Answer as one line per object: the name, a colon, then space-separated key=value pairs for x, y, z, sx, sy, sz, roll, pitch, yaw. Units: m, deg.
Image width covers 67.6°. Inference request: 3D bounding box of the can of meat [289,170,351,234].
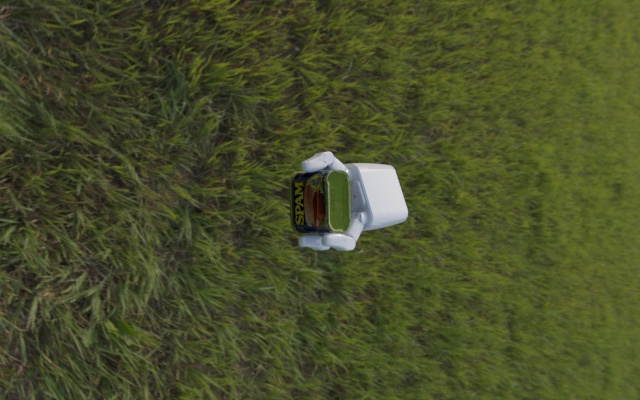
can of meat: x=0.000 y=0.002 z=0.752 sx=0.057 sy=0.102 sz=0.084 roll=-1 pitch=-1 yaw=-45
